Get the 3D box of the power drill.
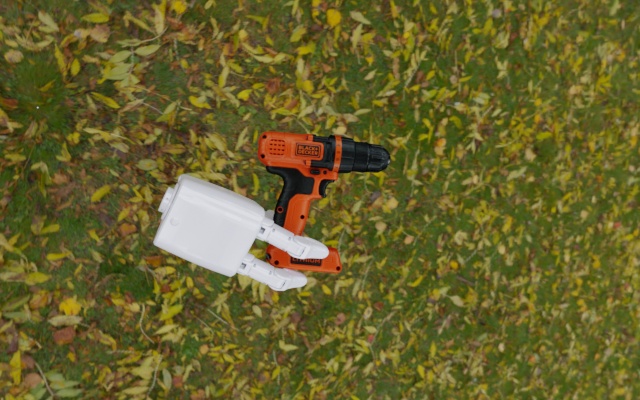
[{"bbox_3d":[0.000,0.003,0.659,0.184,0.187,0.057,5,-1,-6],"label":"power drill"}]
